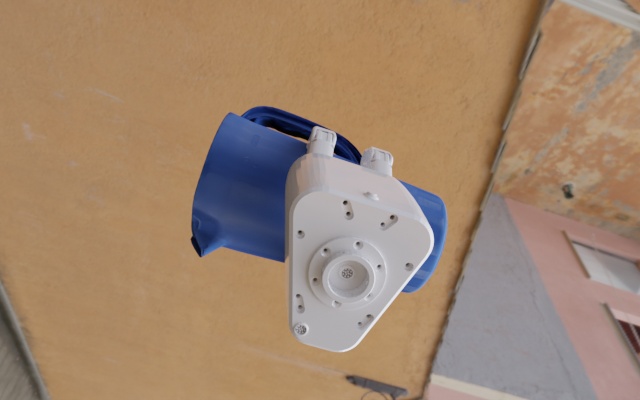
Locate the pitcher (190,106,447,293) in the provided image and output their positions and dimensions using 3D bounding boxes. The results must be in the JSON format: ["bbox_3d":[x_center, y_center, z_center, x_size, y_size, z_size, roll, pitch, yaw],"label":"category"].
[{"bbox_3d":[0.000,0.002,0.494,0.243,0.149,0.145,18,11,-7],"label":"pitcher"}]
